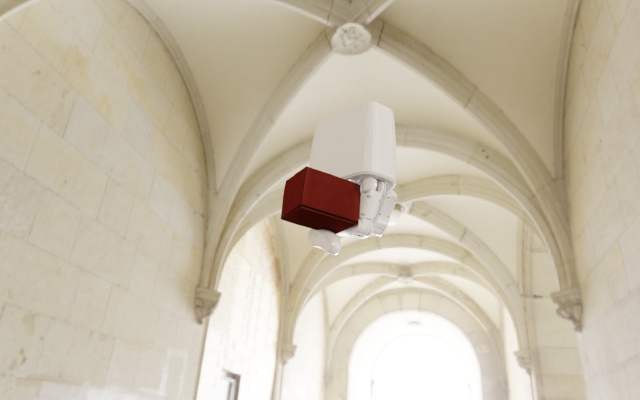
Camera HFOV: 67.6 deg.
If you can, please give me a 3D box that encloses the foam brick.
[{"bbox_3d":[0.000,0.002,0.559,0.078,0.051,0.053,18,-26,-27],"label":"foam brick"}]
